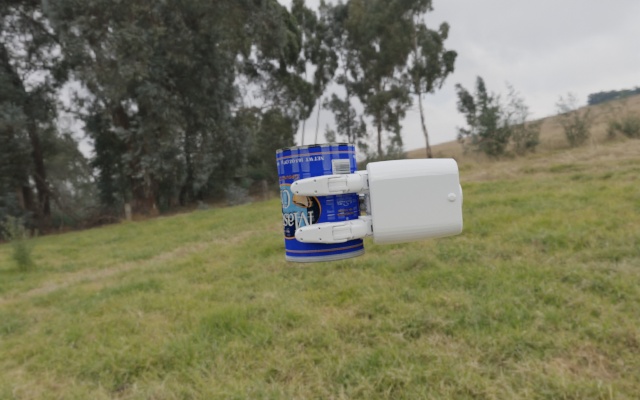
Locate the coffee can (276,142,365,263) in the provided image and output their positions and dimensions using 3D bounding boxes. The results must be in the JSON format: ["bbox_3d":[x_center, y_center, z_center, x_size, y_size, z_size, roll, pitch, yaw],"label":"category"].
[{"bbox_3d":[0.000,0.002,0.613,0.103,0.140,0.103,-5,1,0],"label":"coffee can"}]
